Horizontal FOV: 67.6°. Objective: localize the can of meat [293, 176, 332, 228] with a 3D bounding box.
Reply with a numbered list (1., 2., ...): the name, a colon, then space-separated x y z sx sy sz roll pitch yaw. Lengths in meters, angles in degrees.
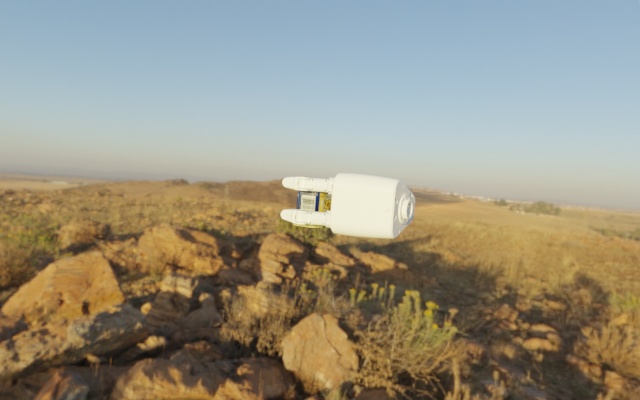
1. can of meat: 0.000 0.002 0.838 0.057 0.084 0.102 6 3 32
